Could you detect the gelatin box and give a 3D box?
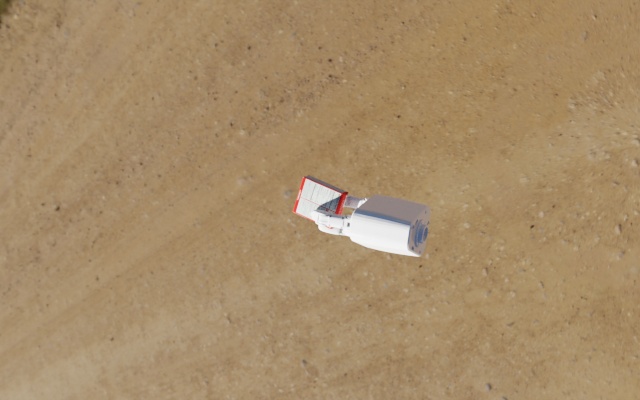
[{"bbox_3d":[0.000,0.003,0.891,0.089,0.073,0.030,23,18,21],"label":"gelatin box"}]
